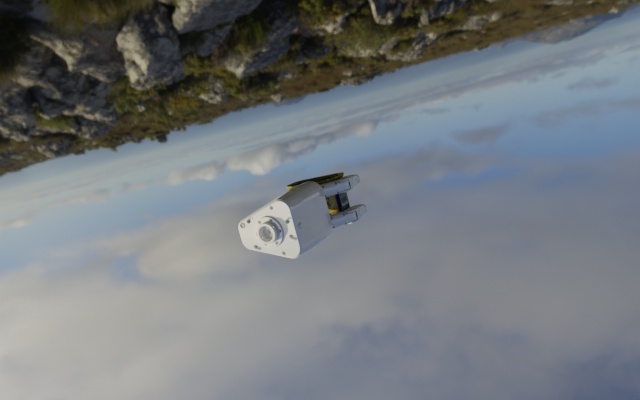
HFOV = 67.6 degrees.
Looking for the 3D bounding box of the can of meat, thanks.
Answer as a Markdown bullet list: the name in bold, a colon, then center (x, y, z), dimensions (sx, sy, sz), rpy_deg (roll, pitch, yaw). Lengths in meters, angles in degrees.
- **can of meat**: center (0.000, 0.003, 0.842), dimensions (0.102, 0.084, 0.057), rpy_deg (-10, 10, 25)
